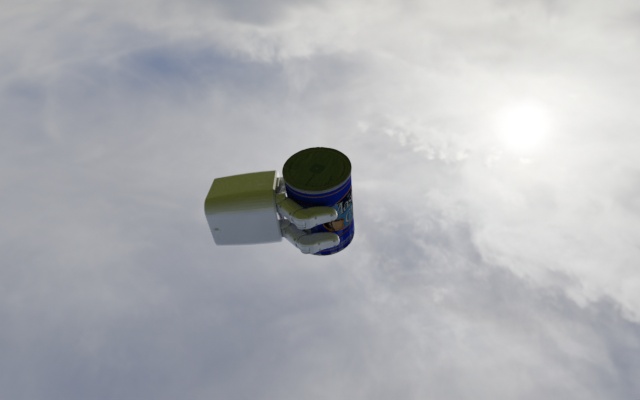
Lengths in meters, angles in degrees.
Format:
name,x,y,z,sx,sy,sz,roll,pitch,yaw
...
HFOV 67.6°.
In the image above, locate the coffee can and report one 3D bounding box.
name,x,y,z,sx,sy,sz,roll,pitch,yaw
coffee can,0.000,0.002,0.745,0.103,0.140,0.102,-3,43,3
